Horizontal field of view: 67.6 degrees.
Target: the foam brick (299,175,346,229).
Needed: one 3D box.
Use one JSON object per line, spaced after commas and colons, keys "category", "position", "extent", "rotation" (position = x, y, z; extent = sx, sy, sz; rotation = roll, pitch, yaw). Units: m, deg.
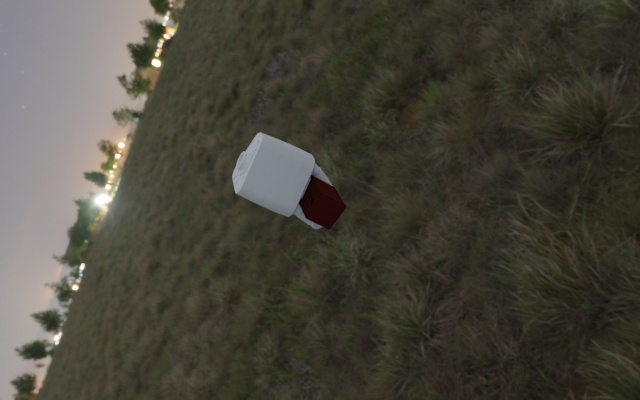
{"category": "foam brick", "position": [0.000, 0.003, 0.817], "extent": [0.051, 0.053, 0.078], "rotation": [27, 16, -26]}
